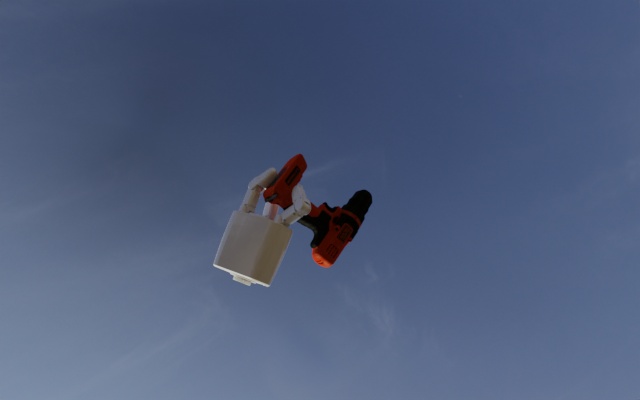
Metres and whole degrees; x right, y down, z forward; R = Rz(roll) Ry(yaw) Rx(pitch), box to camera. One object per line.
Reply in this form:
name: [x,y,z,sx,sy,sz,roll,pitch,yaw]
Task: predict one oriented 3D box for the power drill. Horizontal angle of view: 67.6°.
power drill: [0.000,0.003,0.896,0.188,0.184,0.057,43,-32,-13]
